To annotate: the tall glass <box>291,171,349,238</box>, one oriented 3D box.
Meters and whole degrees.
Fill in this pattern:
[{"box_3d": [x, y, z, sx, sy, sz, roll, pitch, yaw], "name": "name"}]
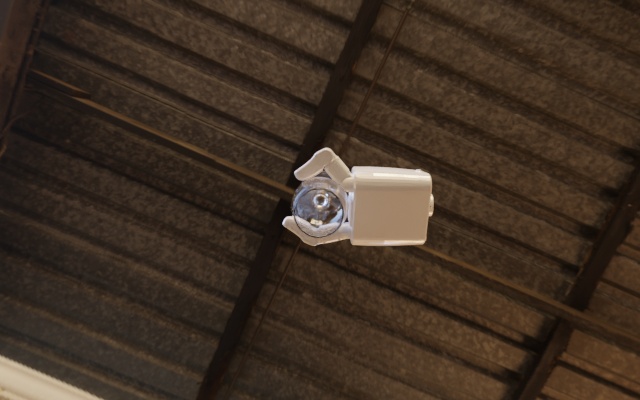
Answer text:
[{"box_3d": [0.000, 0.002, 0.680, 0.079, 0.079, 0.201, 0, 8, 2], "name": "tall glass"}]
